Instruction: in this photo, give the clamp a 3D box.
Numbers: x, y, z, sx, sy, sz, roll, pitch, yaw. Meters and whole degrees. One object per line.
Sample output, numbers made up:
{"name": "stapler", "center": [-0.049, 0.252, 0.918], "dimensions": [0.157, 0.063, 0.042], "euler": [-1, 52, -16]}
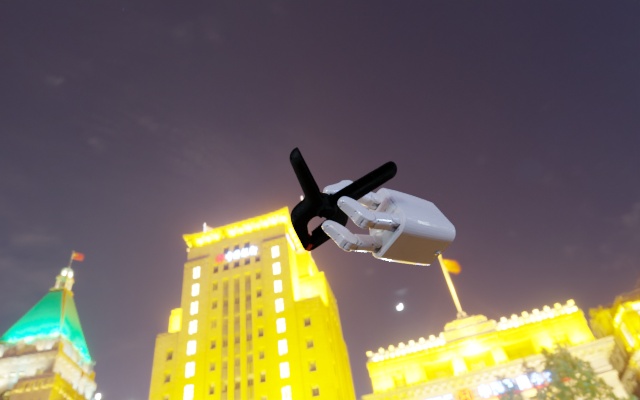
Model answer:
{"name": "clamp", "center": [0.000, 0.002, 0.740], "dimensions": [0.164, 0.036, 0.210], "euler": [12, -48, -24]}
